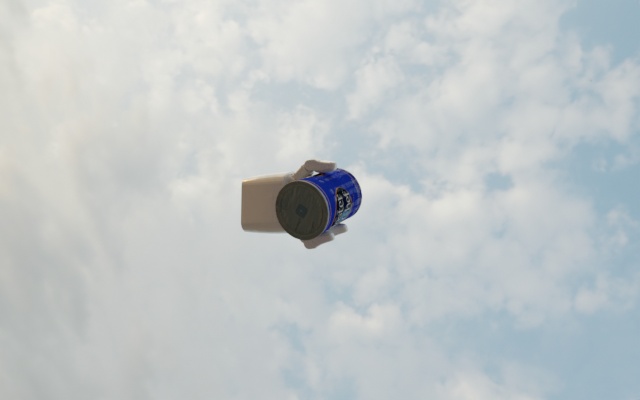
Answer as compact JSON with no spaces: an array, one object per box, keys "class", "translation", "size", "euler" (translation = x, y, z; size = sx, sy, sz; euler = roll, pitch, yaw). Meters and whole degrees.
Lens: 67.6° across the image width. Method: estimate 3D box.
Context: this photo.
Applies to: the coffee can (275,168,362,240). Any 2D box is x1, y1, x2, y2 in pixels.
[{"class":"coffee can","translation":[0.000,0.003,0.855],"size":[0.103,0.103,0.140],"euler":[0,12,29]}]
